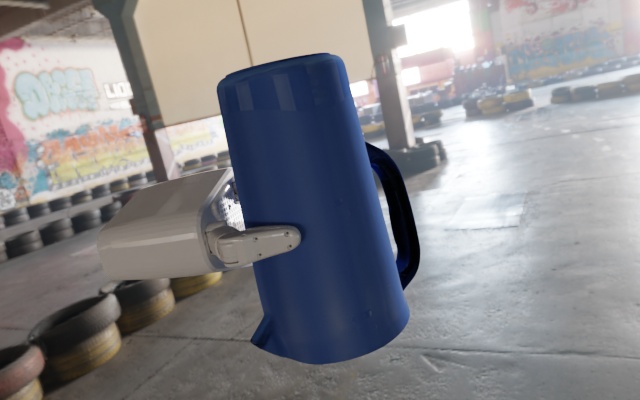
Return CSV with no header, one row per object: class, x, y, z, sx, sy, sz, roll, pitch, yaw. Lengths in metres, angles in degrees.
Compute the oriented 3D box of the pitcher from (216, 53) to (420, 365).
pitcher,0.000,0.001,0.422,0.145,0.243,0.149,-9,13,16
